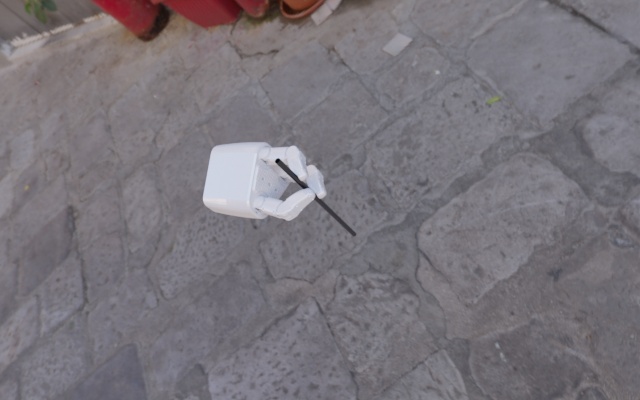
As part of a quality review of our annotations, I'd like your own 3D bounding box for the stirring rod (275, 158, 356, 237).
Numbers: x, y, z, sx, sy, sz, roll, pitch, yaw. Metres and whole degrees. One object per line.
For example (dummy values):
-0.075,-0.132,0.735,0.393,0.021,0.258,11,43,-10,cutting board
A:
0.000,0.002,0.727,0.011,0.011,0.240,0,-28,33,stirring rod
